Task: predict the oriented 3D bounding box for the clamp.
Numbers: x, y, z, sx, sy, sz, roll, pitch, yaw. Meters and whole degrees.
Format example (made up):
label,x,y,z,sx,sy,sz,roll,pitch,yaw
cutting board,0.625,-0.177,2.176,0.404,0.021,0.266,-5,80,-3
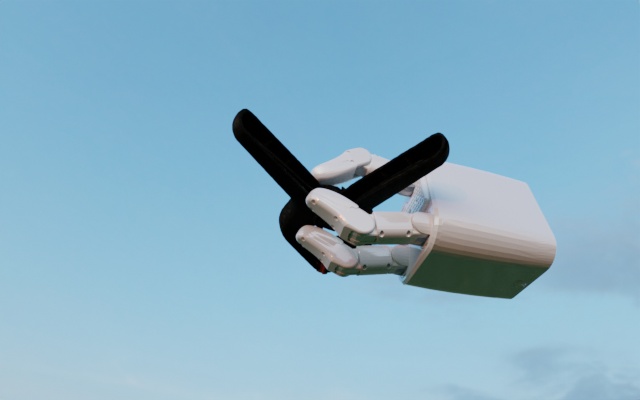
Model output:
label,x,y,z,sx,sy,sz,roll,pitch,yaw
clamp,0.000,0.001,0.429,0.164,0.036,0.210,12,-37,-4
